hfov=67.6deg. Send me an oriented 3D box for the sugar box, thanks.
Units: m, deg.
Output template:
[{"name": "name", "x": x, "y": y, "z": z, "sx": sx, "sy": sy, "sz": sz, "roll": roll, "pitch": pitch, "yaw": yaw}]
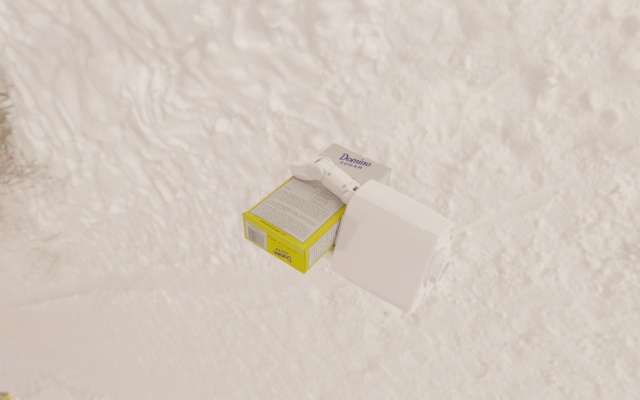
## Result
[{"name": "sugar box", "x": 0.000, "y": 0.002, "z": 0.573, "sx": 0.093, "sy": 0.048, "sz": 0.176, "roll": 28, "pitch": 46, "yaw": 27}]
